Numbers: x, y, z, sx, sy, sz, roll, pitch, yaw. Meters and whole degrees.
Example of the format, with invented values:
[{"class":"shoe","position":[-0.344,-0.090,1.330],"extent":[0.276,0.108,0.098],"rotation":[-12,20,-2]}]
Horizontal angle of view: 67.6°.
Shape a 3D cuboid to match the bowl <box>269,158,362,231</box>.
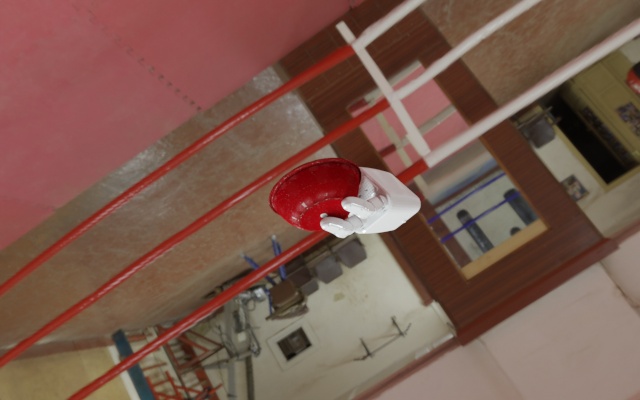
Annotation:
[{"class":"bowl","position":[-0.001,0.003,0.779],"extent":[0.162,0.055,0.162],"rotation":[-15,-32,-10]}]
